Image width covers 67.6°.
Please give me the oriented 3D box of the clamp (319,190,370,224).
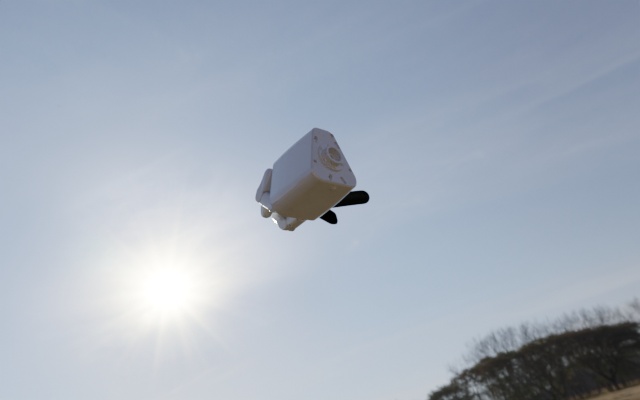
[{"bbox_3d":[0.000,0.002,0.853,0.171,0.039,0.120,11,-36,-40],"label":"clamp"}]
